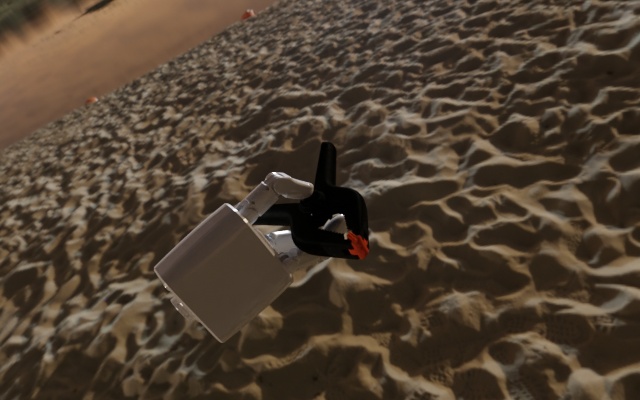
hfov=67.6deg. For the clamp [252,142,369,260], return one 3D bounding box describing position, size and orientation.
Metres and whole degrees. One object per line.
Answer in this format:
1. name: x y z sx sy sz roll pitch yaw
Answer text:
1. clamp: 0.000 0.002 0.576 0.164 0.036 0.210 -43 38 -14
